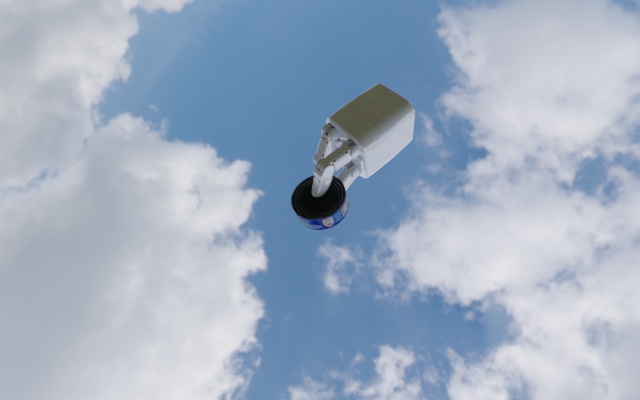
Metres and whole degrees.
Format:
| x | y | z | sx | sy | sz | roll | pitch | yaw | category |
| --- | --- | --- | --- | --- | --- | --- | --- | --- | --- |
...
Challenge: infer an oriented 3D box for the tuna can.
| x | y | z | sx | sy | sz | roll | pitch | yaw | category |
| --- | --- | --- | --- | --- | --- | --- | --- | --- | --- |
| 0.000 | 0.003 | 0.737 | 0.086 | 0.086 | 0.034 | 0 | -35 | 17 | tuna can |
